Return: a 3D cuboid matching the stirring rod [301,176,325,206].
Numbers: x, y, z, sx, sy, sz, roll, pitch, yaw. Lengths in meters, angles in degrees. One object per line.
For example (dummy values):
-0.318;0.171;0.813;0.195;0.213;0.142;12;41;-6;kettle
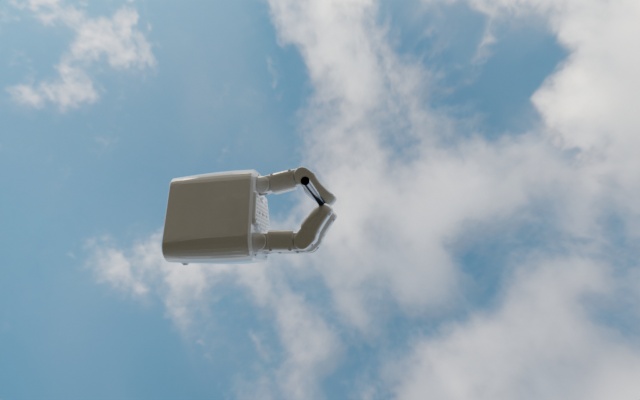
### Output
0.000;0.002;0.534;0.011;0.011;0.239;0;-9;7;stirring rod
